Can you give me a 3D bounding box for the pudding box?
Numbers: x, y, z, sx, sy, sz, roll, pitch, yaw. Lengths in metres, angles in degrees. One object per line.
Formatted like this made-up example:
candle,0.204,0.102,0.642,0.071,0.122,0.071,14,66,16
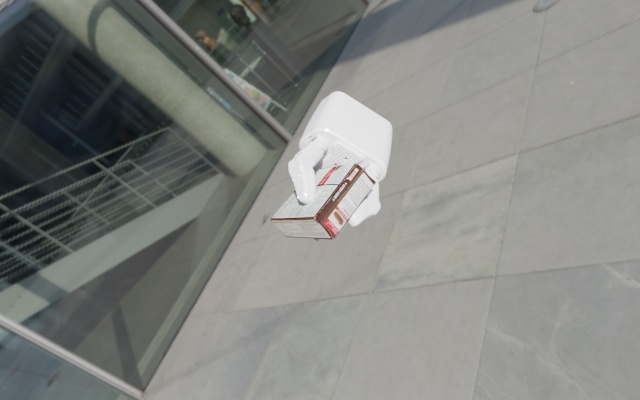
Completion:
pudding box,0.000,0.002,0.574,0.039,0.090,0.113,46,-24,-20
